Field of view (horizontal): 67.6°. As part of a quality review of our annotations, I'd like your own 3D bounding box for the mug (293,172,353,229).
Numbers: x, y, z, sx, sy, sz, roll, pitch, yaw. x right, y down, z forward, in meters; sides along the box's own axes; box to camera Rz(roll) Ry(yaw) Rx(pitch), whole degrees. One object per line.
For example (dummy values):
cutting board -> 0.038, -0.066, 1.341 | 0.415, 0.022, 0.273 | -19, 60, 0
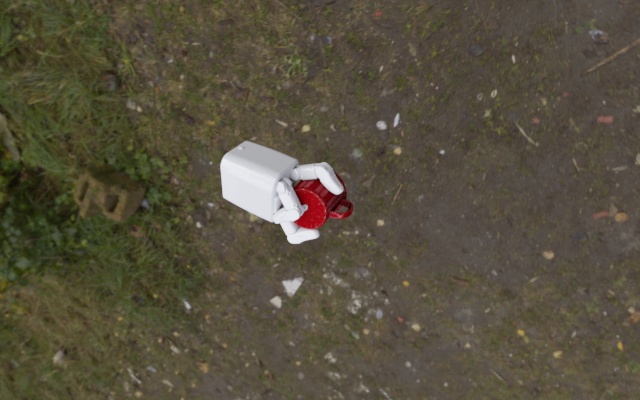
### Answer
mug -> 0.001, 0.003, 0.841 | 0.117, 0.093, 0.081 | 23, 34, 13
